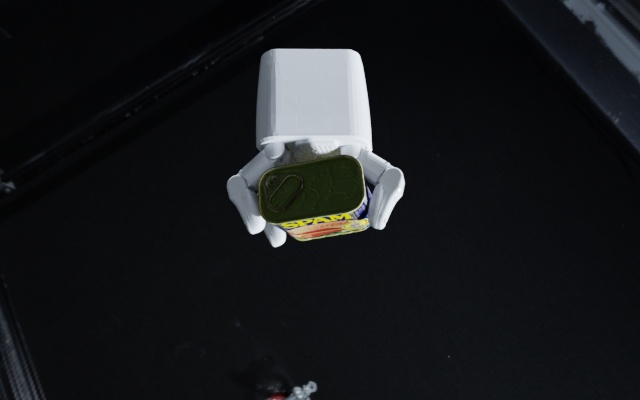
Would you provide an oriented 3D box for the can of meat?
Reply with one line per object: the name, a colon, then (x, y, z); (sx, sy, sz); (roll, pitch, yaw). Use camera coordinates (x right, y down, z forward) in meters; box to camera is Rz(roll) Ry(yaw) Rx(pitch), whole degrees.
can of meat: (0.000, 0.002, 0.477); (0.102, 0.057, 0.084); (-10, -19, 12)
